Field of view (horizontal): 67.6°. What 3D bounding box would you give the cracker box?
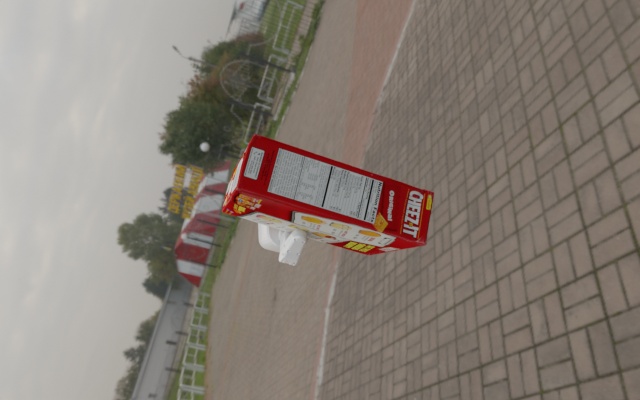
[{"bbox_3d":[0.000,0.002,0.571,0.214,0.072,0.164,17,-14,-13],"label":"cracker box"}]
